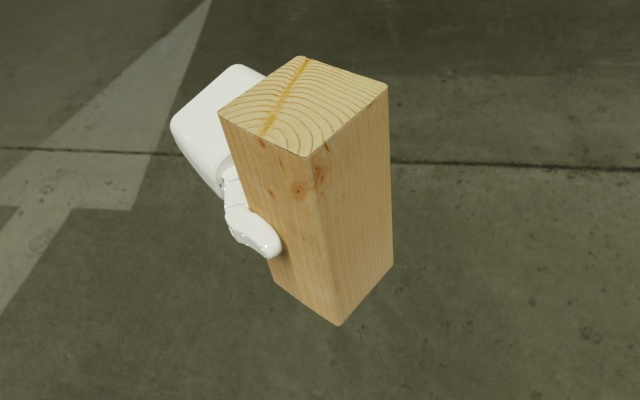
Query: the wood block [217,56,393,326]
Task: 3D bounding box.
[{"bbox_3d":[0.000,0.001,0.403,0.090,0.206,0.090,29,57,32],"label":"wood block"}]
